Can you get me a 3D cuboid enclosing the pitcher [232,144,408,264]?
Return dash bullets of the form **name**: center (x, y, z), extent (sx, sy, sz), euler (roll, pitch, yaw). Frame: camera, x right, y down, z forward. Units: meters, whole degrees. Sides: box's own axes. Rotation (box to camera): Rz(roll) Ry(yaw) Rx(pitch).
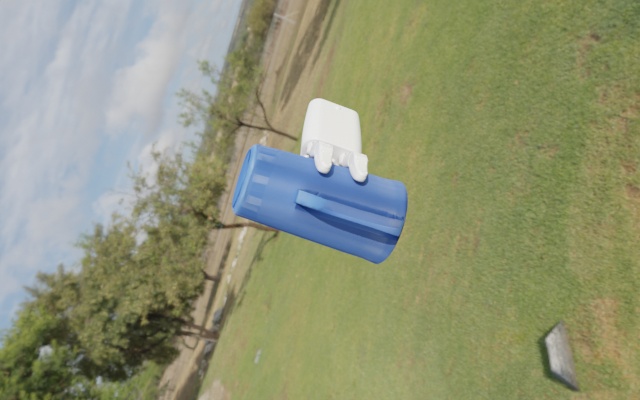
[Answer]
- **pitcher**: center (0.000, 0.002, 0.707), extent (0.243, 0.145, 0.149), euler (17, -42, -14)
